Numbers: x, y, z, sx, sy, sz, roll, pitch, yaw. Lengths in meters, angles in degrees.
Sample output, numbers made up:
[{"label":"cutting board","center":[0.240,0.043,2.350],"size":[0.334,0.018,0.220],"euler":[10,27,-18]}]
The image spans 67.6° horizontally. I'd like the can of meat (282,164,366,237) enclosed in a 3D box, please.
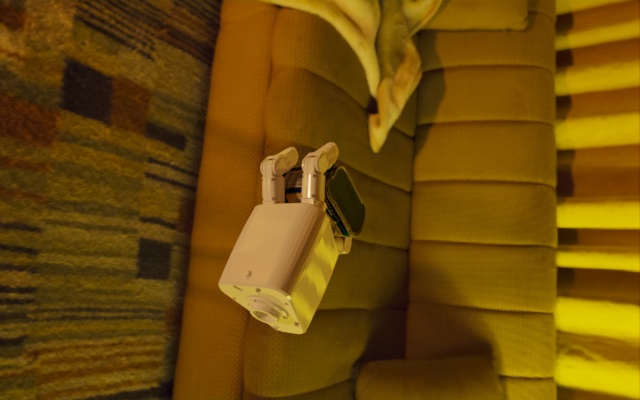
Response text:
[{"label":"can of meat","center":[0.000,0.002,0.596],"size":[0.084,0.057,0.102],"euler":[-1,-43,33]}]
